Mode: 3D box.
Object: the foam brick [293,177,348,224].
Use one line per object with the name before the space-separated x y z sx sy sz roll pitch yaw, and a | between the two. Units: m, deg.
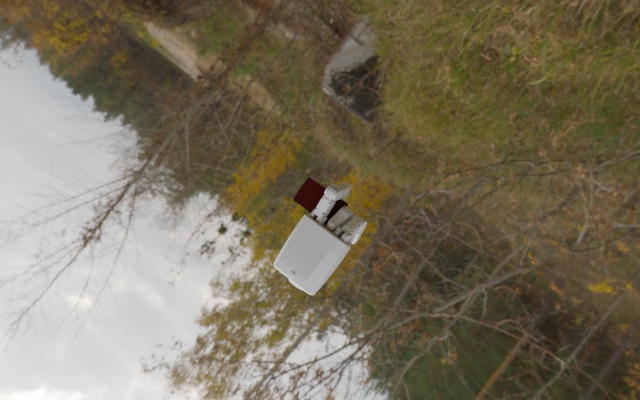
foam brick | 0.000 0.003 0.860 0.078 0.051 0.053 35 2 21
